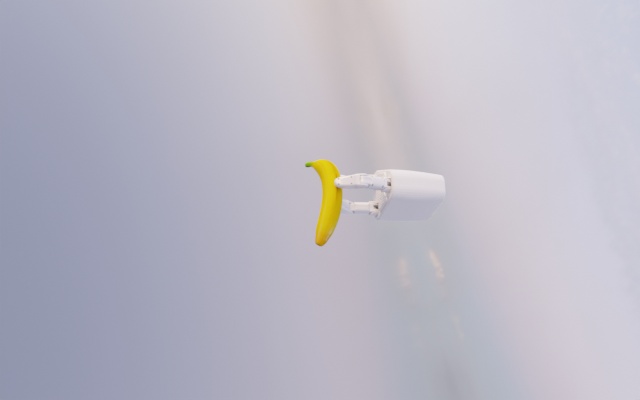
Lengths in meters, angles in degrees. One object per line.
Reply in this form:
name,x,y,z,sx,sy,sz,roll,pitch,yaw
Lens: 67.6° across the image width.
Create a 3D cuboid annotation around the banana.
banana,0.012,-0.010,0.874,0.037,0.197,0.070,25,-48,-33
